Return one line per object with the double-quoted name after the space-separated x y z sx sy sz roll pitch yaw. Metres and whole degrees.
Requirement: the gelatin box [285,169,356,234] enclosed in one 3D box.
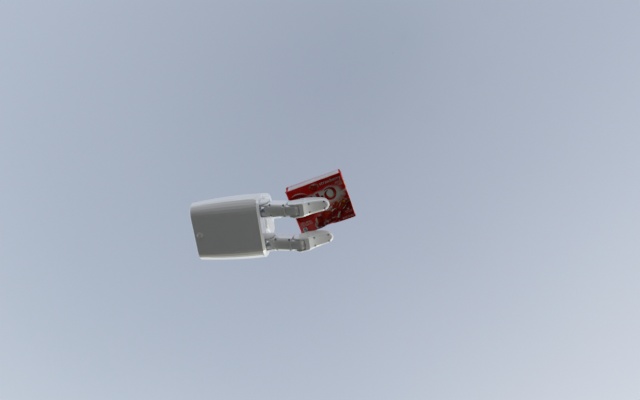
0.000 0.002 0.720 0.089 0.073 0.030 -19 16 4 "gelatin box"
